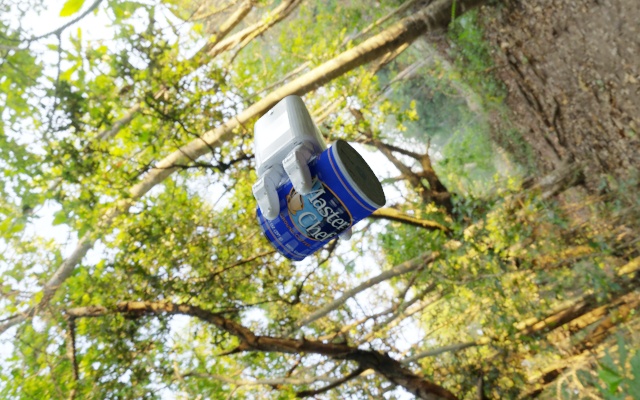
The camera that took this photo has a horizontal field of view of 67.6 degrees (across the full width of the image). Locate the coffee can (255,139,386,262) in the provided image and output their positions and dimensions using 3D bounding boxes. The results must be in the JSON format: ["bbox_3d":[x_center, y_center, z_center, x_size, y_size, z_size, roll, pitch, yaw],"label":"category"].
[{"bbox_3d":[0.000,0.002,0.627,0.140,0.102,0.103,-36,-15,21],"label":"coffee can"}]
